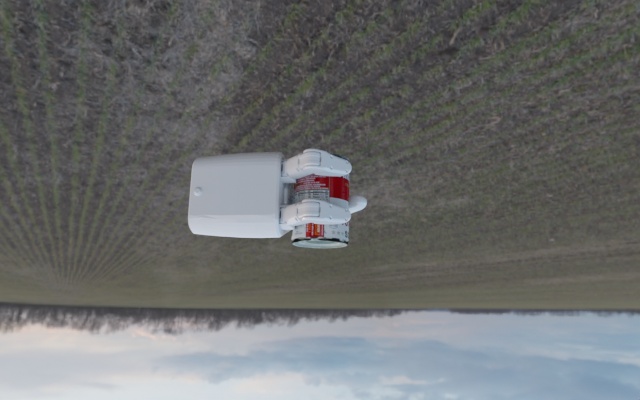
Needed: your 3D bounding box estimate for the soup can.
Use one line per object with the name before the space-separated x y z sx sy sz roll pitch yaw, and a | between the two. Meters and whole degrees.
soup can | 0.001 0.002 0.564 0.068 0.102 0.068 1 -13 0
